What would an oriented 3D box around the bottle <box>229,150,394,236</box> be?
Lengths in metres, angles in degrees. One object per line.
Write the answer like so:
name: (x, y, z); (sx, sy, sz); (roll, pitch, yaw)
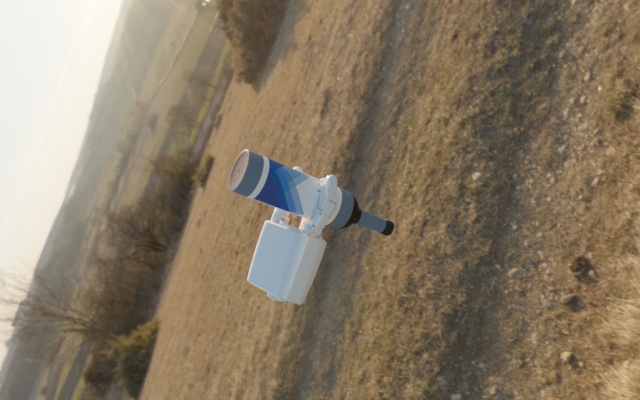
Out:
bottle: (0.000, 0.002, 0.775); (0.296, 0.069, 0.069); (21, -10, -28)
